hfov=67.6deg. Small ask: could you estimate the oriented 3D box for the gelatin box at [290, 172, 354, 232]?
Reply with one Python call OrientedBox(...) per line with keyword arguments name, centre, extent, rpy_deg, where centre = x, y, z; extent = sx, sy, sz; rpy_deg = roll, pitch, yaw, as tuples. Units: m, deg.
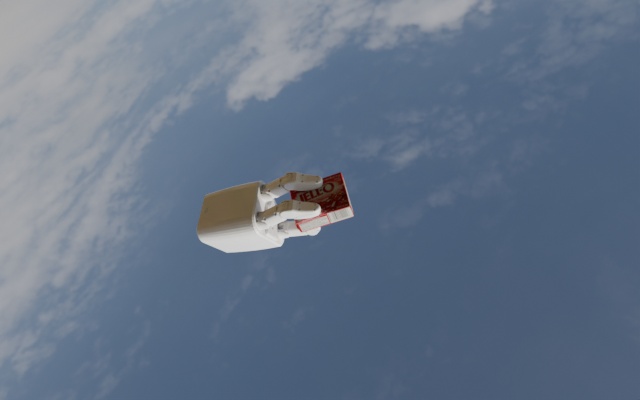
OrientedBox(name="gelatin box", centre=(0.001, 0.003, 0.743), extent=(0.089, 0.073, 0.030), rpy_deg=(-18, -41, 6))
